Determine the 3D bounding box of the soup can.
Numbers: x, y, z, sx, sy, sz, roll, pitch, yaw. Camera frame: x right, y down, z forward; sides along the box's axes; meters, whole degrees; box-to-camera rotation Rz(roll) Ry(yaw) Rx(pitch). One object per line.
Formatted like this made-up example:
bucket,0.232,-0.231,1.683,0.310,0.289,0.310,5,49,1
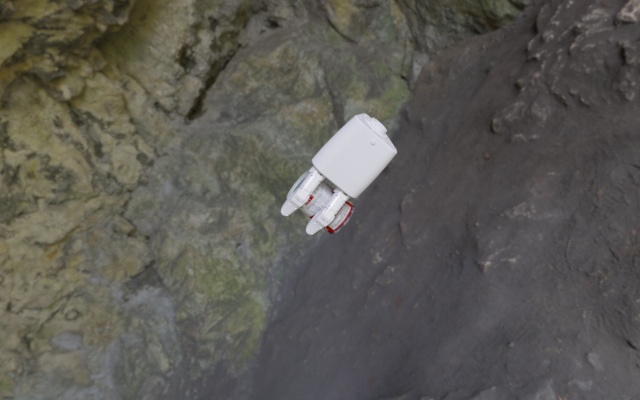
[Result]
soup can,0.000,0.003,0.837,0.102,0.068,0.068,39,-11,-14
